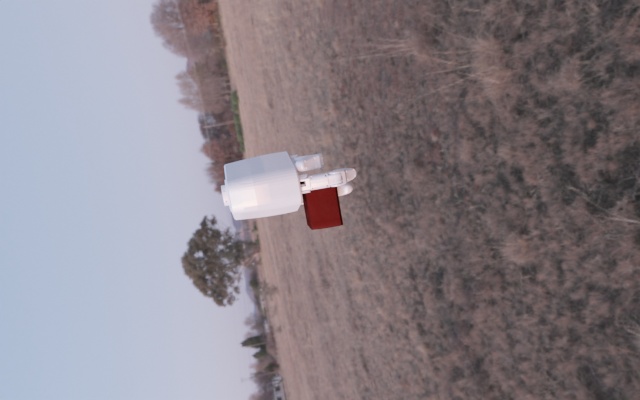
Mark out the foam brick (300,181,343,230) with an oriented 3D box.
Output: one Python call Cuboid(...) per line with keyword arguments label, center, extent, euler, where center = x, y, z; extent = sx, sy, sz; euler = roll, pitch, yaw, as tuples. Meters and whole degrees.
Cuboid(label="foam brick", center=(0.000, 0.003, 0.759), extent=(0.051, 0.078, 0.053), euler=(-11, 9, -10))
